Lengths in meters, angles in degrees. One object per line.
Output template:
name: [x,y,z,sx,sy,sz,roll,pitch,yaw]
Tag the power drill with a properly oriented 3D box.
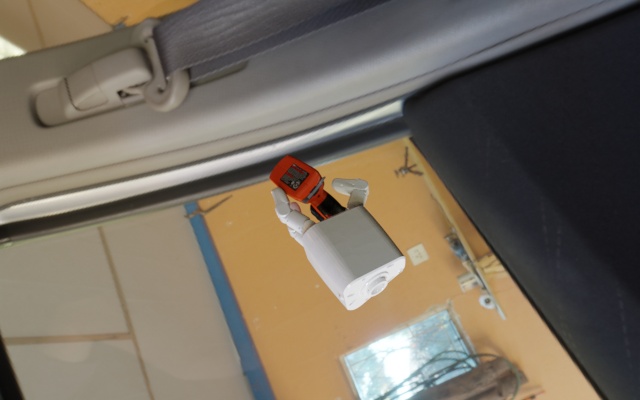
power drill: [0.000,0.003,0.807,0.188,0.057,0.184,41,-6,-40]
